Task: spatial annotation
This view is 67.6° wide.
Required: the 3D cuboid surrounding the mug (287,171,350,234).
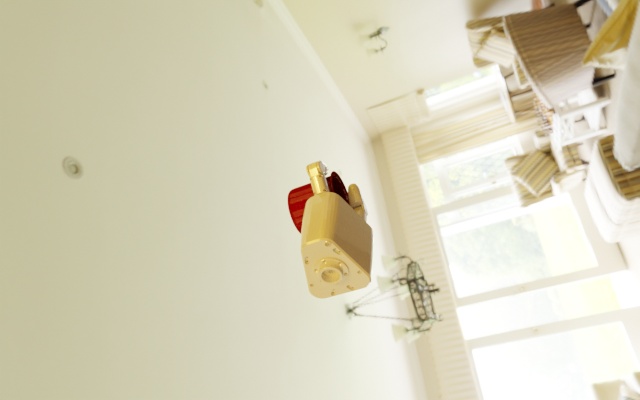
[{"bbox_3d":[0.000,0.002,0.779,0.081,0.093,0.117,-18,30,16],"label":"mug"}]
